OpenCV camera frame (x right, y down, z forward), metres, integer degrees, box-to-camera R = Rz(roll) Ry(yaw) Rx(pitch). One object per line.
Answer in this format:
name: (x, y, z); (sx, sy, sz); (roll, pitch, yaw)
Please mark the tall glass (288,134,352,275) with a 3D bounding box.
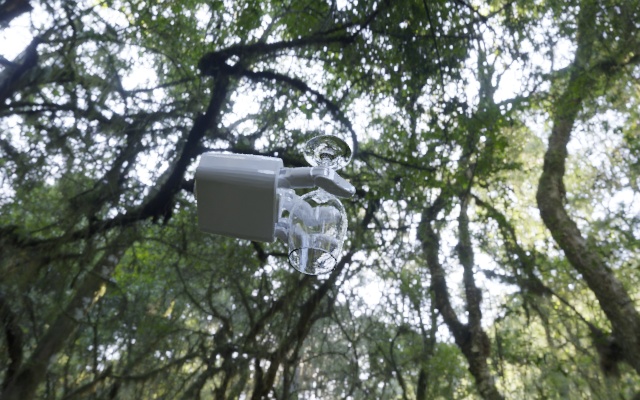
tall glass: (0.000, 0.002, 0.657); (0.079, 0.200, 0.079); (4, -41, 4)
